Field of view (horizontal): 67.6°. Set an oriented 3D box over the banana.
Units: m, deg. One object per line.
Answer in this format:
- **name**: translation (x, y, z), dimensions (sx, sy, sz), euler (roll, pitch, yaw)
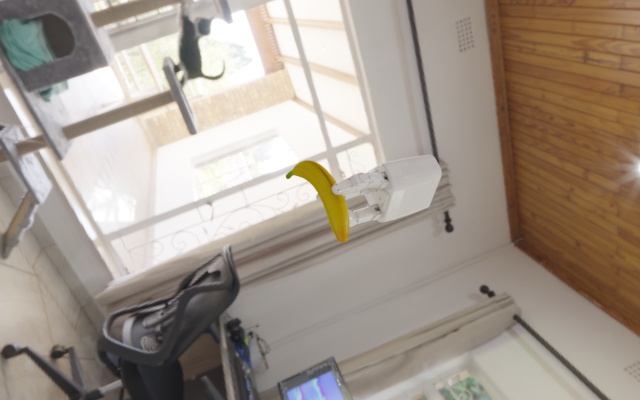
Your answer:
- **banana**: translation (0.004, -0.014, 0.816), dimensions (0.037, 0.070, 0.197), euler (-5, 39, -33)
